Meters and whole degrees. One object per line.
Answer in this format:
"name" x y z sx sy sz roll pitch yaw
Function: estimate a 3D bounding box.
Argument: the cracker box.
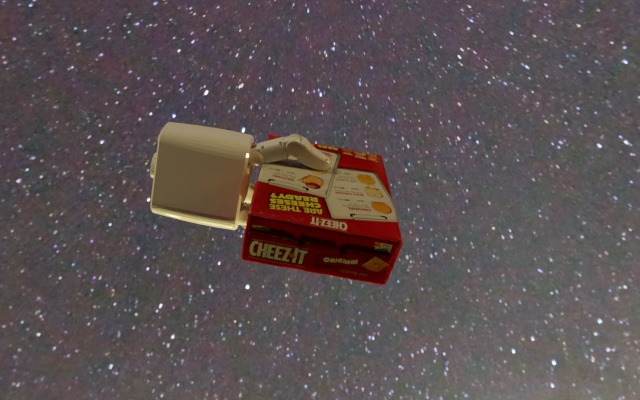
"cracker box" 0.000 0.002 0.590 0.164 0.072 0.213 10 30 -6
